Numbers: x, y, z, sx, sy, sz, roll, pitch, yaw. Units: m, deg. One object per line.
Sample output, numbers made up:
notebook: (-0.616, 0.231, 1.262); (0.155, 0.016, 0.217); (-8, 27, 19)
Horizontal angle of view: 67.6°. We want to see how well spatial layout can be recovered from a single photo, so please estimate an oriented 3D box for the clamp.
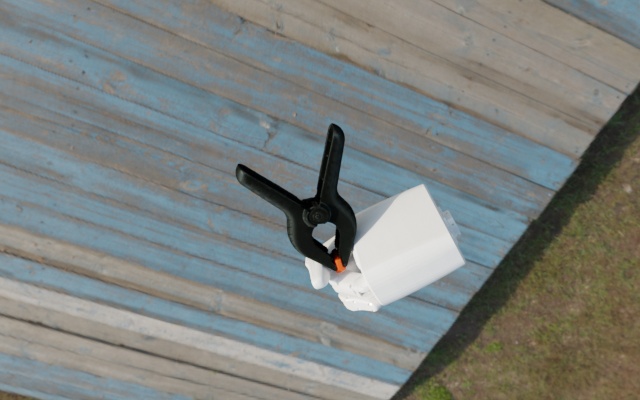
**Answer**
clamp: (0.000, 0.002, 0.526); (0.120, 0.171, 0.039); (-29, 28, 9)
